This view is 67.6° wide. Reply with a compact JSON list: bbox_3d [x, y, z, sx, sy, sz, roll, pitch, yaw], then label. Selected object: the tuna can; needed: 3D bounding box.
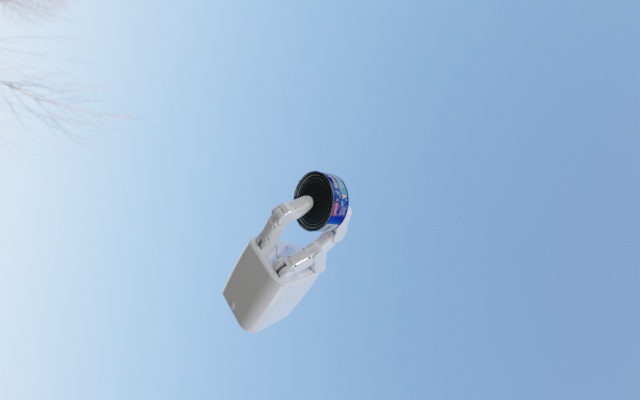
[{"bbox_3d":[0.001,0.002,0.681,0.034,0.086,0.086,6,-4,-42],"label":"tuna can"}]
